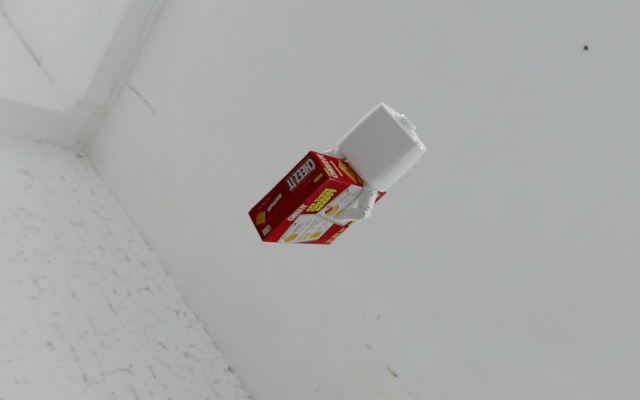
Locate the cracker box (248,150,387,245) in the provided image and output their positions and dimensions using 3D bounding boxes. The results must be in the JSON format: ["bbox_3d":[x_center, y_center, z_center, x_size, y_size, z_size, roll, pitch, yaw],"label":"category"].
[{"bbox_3d":[0.000,0.003,0.857,0.164,0.072,0.214,-43,-26,21],"label":"cracker box"}]
